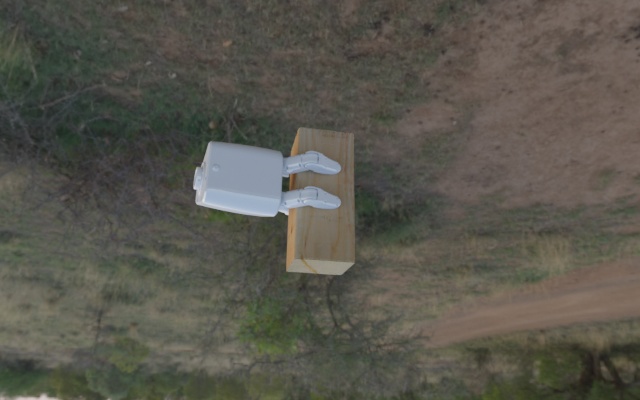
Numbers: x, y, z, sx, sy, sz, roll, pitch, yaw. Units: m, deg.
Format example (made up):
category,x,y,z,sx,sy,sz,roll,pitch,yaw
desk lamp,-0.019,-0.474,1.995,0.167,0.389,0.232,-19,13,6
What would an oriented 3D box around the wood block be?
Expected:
category,x,y,z,sx,sy,sz,roll,pitch,yaw
wood block,0.000,0.003,0.739,0.090,0.206,0.091,5,-21,-10
